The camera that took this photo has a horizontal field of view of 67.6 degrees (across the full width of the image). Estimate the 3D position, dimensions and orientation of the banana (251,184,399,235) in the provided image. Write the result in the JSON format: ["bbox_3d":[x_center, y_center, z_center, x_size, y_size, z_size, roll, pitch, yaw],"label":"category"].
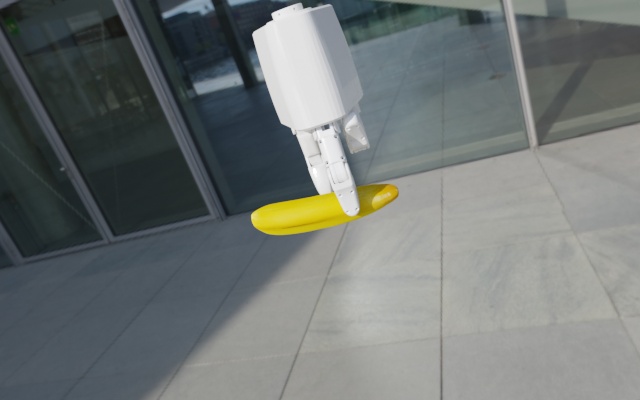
[{"bbox_3d":[-0.010,0.010,0.552,0.198,0.037,0.069,-9,21,30],"label":"banana"}]
